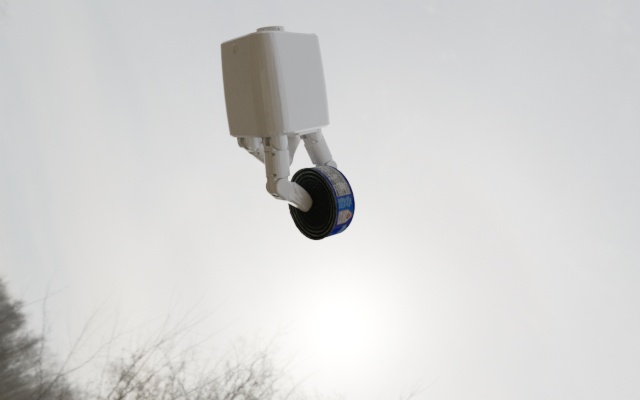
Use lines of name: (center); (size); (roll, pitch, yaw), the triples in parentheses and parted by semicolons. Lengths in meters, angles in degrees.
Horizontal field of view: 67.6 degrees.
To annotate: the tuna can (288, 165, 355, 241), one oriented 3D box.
tuna can: (0.001, 0.002, 0.562); (0.034, 0.086, 0.086); (-13, 8, -40)
